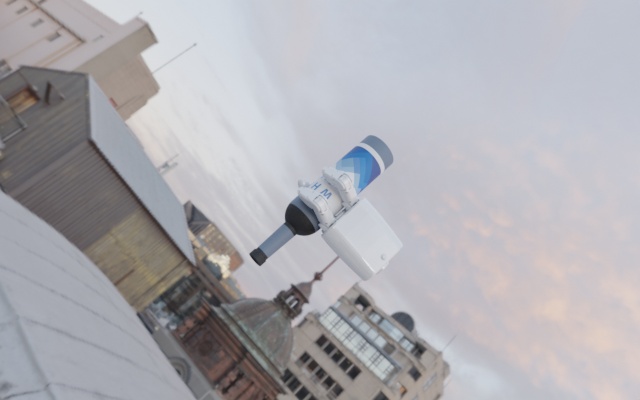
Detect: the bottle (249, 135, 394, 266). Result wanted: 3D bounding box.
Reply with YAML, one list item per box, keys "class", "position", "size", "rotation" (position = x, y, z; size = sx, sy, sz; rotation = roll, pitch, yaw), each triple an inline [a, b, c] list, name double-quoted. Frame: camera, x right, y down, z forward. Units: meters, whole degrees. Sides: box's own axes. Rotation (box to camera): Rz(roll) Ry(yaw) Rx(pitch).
- class: "bottle"
  position: [0.000, 0.002, 0.805]
  size: [0.295, 0.069, 0.069]
  rotation: [-41, 15, -18]
